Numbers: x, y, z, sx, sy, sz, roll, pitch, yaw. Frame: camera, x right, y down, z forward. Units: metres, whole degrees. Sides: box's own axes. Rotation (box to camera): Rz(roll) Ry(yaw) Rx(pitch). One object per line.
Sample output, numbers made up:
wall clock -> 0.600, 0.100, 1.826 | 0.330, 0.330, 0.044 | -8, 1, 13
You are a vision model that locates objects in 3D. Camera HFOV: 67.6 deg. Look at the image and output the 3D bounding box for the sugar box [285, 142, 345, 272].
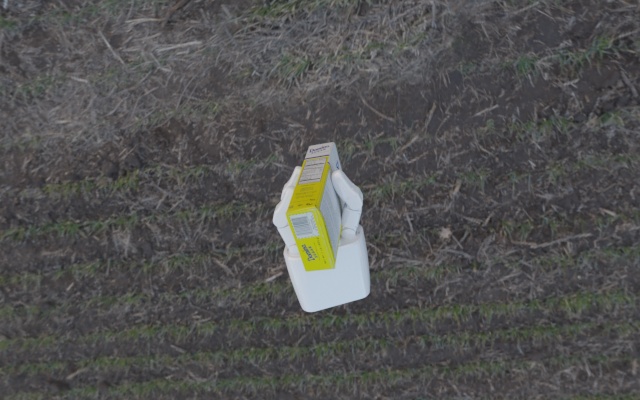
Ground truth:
sugar box -> 0.000, 0.002, 0.639 | 0.048, 0.093, 0.176 | -9, 30, 12
